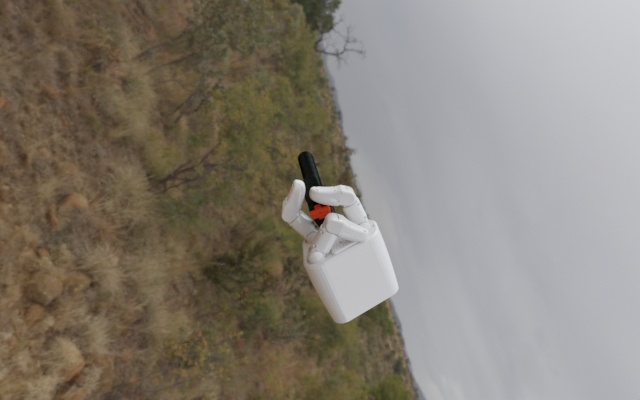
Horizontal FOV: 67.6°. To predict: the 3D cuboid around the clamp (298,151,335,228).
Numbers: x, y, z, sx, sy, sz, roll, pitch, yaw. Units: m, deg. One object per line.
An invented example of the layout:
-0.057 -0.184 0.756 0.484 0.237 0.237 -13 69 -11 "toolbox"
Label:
0.001 0.002 0.719 0.039 0.120 0.171 -26 23 8 "clamp"
